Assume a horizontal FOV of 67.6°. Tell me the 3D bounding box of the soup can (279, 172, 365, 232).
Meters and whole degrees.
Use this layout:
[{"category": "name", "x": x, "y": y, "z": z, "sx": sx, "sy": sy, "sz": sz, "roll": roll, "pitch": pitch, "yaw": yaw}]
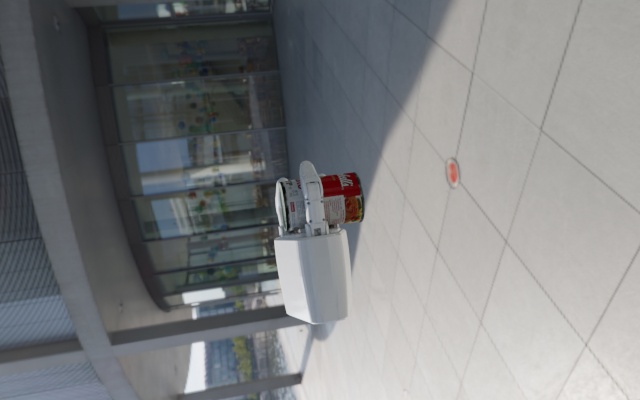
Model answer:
[{"category": "soup can", "x": 0.000, "y": 0.002, "z": 0.629, "sx": 0.102, "sy": 0.068, "sz": 0.068, "roll": -7, "pitch": 1, "yaw": -9}]
